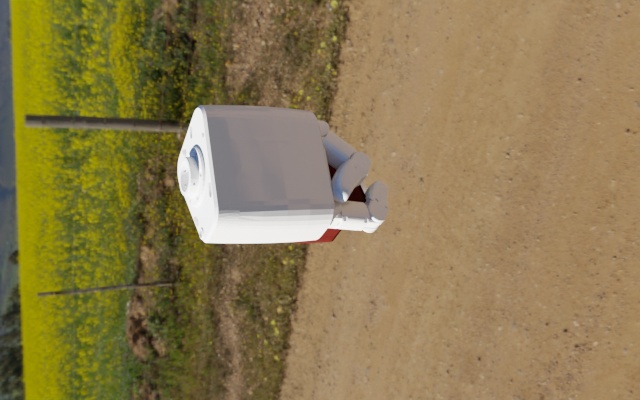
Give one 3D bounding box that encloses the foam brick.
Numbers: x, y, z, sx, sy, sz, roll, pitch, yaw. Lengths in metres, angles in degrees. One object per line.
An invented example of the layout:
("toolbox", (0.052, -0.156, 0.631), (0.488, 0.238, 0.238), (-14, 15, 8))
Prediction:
("foam brick", (0.000, 0.002, 0.481), (0.051, 0.053, 0.078), (-2, -35, -32))
